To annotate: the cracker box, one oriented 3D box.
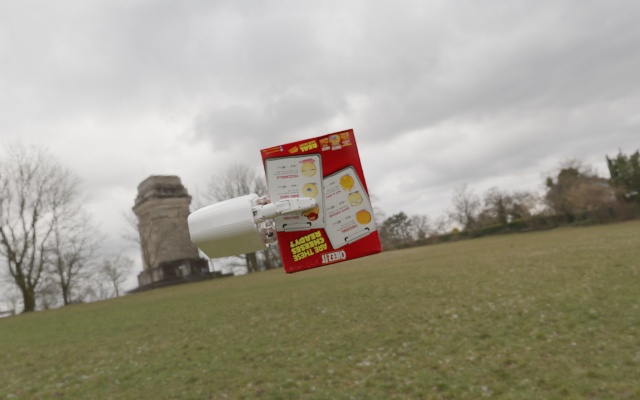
[{"bbox_3d":[0.000,0.002,0.810,0.164,0.213,0.072,-13,-10,2],"label":"cracker box"}]
